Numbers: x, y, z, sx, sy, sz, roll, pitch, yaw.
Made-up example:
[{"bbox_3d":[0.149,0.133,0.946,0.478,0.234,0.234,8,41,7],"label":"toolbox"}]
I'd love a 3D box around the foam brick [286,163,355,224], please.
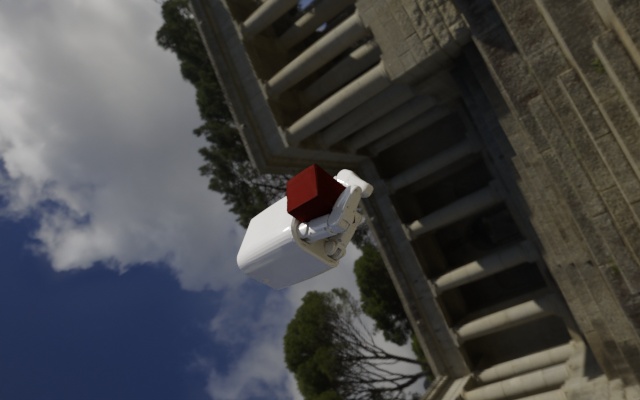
[{"bbox_3d":[0.000,0.002,0.604,0.051,0.053,0.078,-28,-45,28],"label":"foam brick"}]
